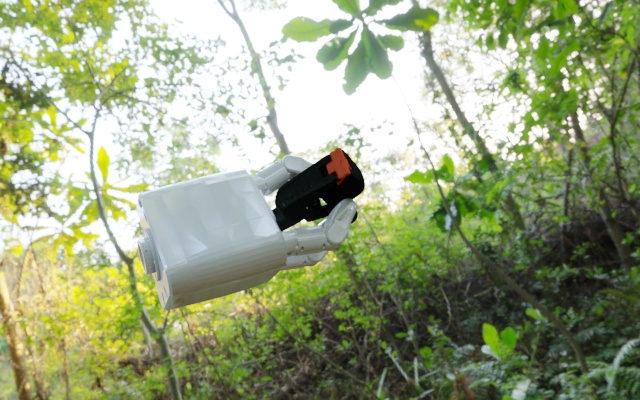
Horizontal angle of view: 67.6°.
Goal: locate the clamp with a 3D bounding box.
[{"bbox_3d":[0.000,0.001,0.517,0.164,0.036,0.210,-12,-17,-27],"label":"clamp"}]
